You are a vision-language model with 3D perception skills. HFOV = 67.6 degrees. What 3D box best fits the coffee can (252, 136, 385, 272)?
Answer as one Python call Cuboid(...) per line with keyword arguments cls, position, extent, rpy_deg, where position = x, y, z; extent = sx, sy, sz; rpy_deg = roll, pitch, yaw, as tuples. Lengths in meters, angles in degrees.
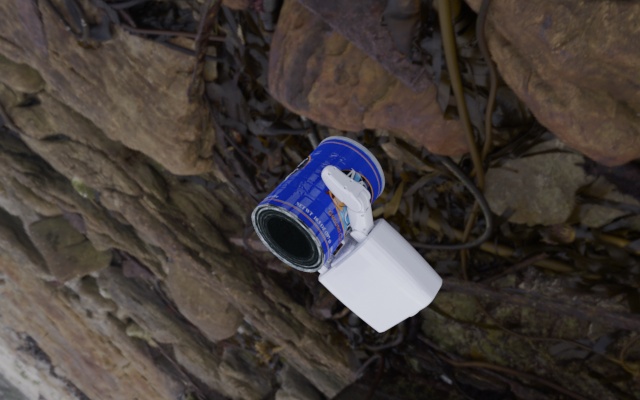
Cuboid(cls="coffee can", position=(0.000, 0.002, 0.583), extent=(0.103, 0.103, 0.140), rpy_deg=(0, 38, 45))
